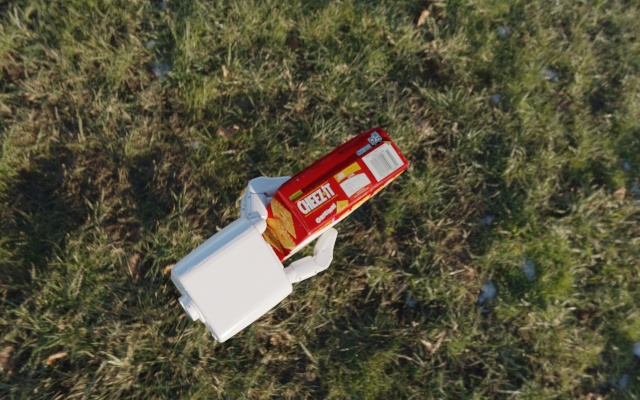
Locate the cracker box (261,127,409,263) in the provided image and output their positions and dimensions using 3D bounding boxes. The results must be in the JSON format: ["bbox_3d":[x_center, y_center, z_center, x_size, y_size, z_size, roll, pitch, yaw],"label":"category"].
[{"bbox_3d":[0.000,0.002,0.647,0.164,0.072,0.214,-34,-5,-24],"label":"cracker box"}]
